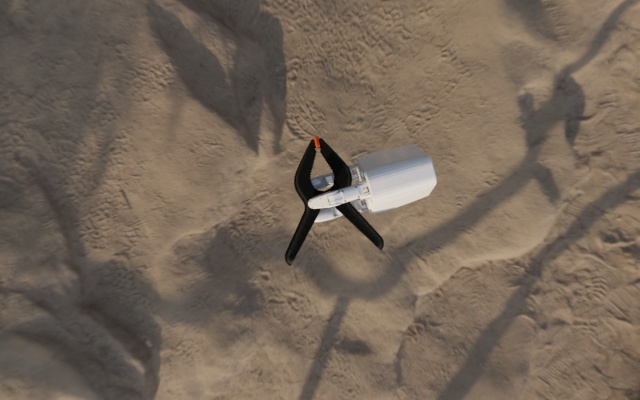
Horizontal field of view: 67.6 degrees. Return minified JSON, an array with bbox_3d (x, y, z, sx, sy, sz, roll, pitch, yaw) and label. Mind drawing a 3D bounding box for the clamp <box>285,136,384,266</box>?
[{"bbox_3d":[0.000,0.002,0.782,0.164,0.210,0.036,-16,4,-3],"label":"clamp"}]
